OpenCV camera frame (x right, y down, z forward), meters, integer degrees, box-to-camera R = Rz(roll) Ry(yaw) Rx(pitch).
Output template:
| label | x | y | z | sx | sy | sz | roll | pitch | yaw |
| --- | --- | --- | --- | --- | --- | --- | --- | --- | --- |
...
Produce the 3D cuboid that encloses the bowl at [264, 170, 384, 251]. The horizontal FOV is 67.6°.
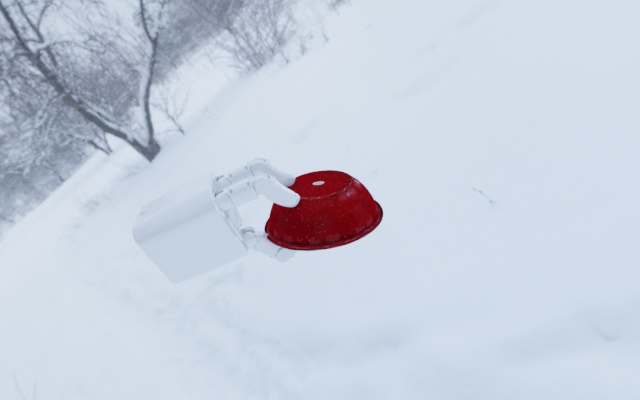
| label | x | y | z | sx | sy | sz | roll | pitch | yaw |
| --- | --- | --- | --- | --- | --- | --- | --- | --- | --- |
| bowl | 0.001 | 0.001 | 0.630 | 0.162 | 0.055 | 0.162 | -8 | 24 | 4 |
